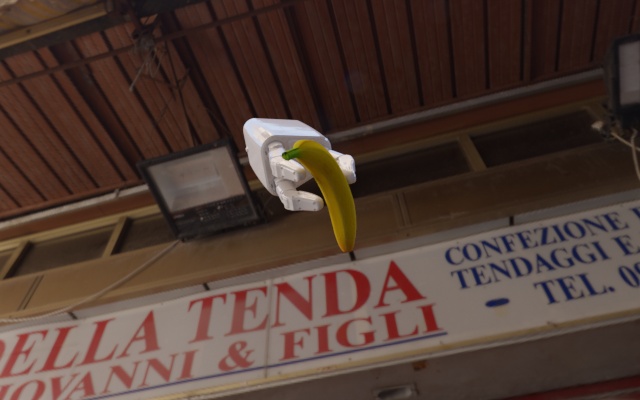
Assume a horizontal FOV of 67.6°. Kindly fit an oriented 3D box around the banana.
[{"bbox_3d":[0.009,-0.014,0.630,0.037,0.069,0.198,12,-33,42],"label":"banana"}]
